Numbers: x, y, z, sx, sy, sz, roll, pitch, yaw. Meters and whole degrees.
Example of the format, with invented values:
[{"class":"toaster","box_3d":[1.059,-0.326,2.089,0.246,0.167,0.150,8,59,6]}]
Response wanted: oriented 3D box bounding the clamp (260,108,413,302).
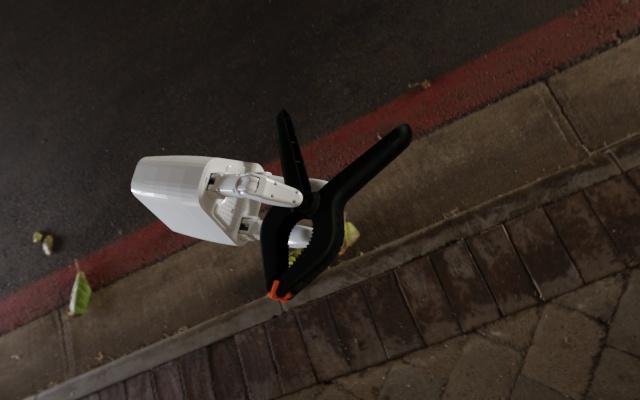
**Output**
[{"class":"clamp","box_3d":[-0.001,0.002,0.485,0.164,0.210,0.036,5,-16,30]}]
